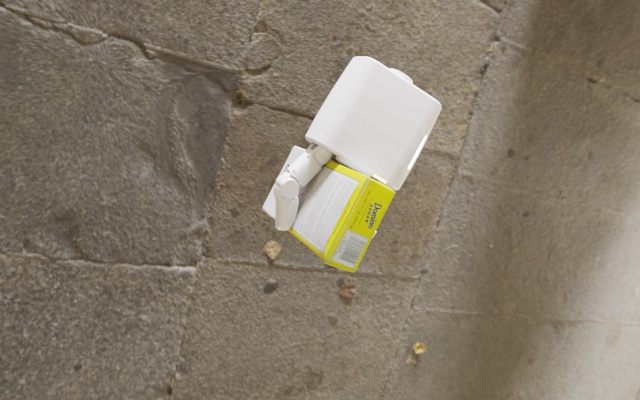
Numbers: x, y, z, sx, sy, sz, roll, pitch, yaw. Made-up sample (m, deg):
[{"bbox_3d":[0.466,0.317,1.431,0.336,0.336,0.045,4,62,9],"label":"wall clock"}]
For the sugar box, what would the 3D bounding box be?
[{"bbox_3d":[0.001,0.002,0.532,0.048,0.093,0.176,26,4,-29],"label":"sugar box"}]
